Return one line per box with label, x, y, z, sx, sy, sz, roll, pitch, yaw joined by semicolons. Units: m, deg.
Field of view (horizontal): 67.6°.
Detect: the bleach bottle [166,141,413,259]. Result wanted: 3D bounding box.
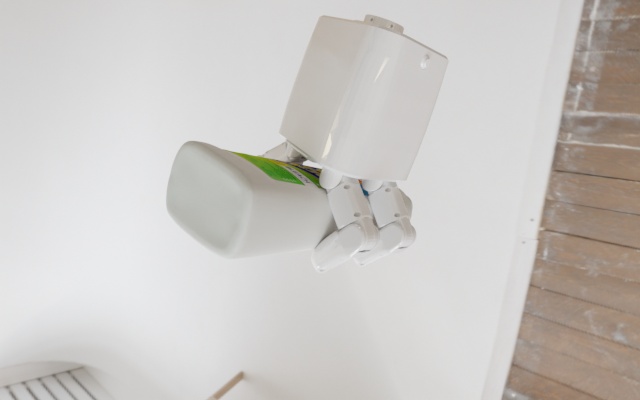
bleach bottle;0.000;0.001;0.428;0.102;0.068;0.251;30;18;37
